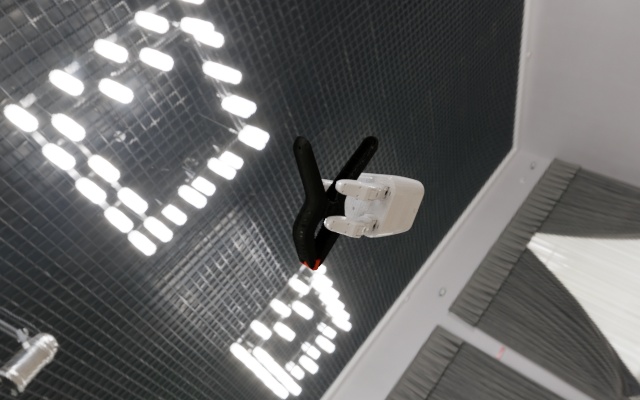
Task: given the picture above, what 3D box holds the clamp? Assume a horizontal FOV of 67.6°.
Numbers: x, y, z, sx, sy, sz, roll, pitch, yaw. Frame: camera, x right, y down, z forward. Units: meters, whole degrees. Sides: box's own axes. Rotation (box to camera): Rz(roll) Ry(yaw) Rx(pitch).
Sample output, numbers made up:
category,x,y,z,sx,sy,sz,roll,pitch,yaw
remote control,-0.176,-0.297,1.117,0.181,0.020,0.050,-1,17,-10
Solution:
category,x,y,z,sx,sy,sz,roll,pitch,yaw
clamp,0.000,0.002,0.670,0.036,0.210,0.164,29,17,37
